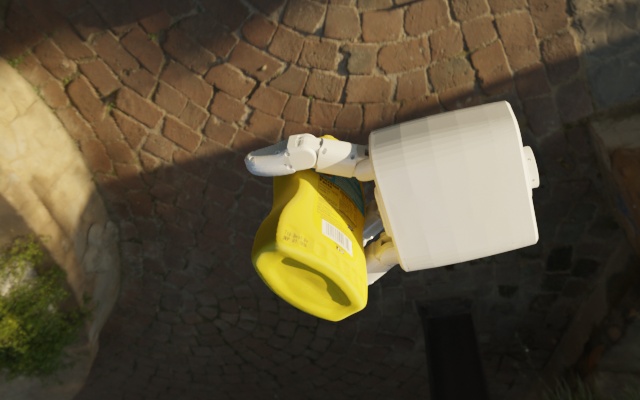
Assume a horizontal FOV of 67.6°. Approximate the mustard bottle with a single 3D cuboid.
[{"bbox_3d":[0.000,0.002,0.416,0.096,0.191,0.058,39,-56,-24],"label":"mustard bottle"}]
